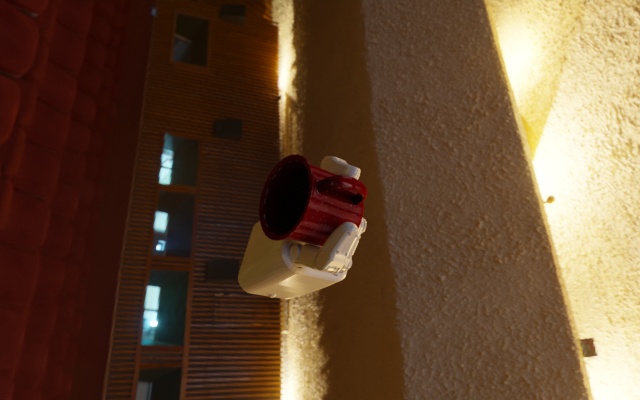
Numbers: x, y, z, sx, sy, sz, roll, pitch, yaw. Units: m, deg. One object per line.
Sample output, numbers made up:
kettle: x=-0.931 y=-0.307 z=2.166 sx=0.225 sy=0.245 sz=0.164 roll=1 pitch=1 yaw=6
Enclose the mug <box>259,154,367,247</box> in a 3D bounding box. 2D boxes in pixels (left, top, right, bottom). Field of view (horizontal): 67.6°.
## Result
mug: x=0.001 y=0.001 z=0.511 sx=0.081 sy=0.093 sz=0.117 roll=18 pitch=-32 yaw=-37
